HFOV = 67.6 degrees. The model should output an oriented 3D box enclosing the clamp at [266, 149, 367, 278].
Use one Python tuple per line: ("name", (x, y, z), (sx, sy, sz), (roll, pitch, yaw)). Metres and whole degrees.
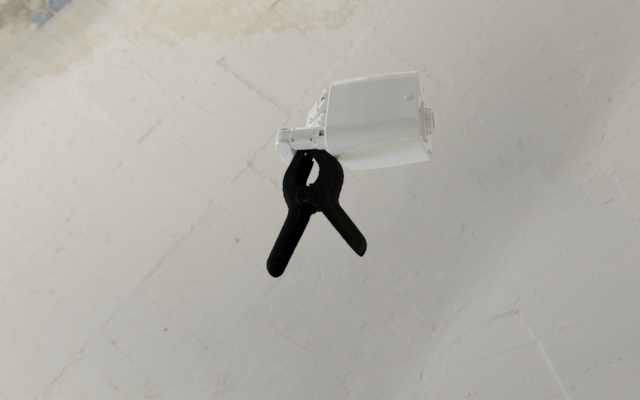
("clamp", (0.000, 0.002, 0.544), (0.120, 0.171, 0.039), (-6, -26, 24))
